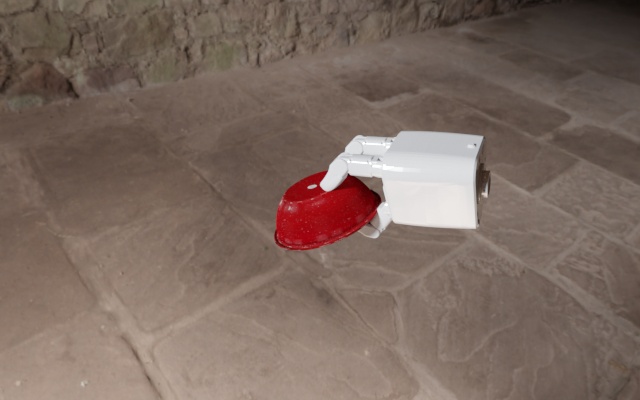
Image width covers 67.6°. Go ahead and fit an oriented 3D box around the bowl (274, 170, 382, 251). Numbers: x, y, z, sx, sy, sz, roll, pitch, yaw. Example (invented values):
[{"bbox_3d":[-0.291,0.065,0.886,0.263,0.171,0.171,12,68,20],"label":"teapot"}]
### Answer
[{"bbox_3d":[-0.001,0.002,0.667,0.162,0.055,0.162,-19,22,8],"label":"bowl"}]
